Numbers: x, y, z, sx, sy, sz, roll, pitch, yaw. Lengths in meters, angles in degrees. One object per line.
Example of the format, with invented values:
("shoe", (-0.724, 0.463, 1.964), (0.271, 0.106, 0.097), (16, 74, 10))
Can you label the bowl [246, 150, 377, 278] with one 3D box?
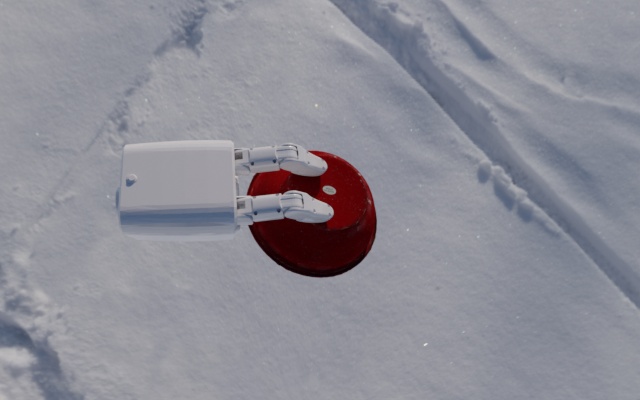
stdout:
("bowl", (0.001, 0.001, 0.538), (0.162, 0.162, 0.055), (0, -25, -21))
